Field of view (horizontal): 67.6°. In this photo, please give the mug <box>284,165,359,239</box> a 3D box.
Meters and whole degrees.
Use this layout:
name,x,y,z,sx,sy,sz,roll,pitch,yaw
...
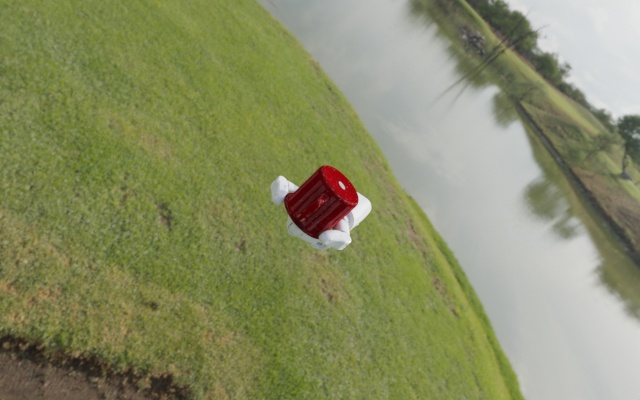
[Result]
name,x,y,z,sx,sy,sz,roll,pitch,yaw
mug,0.000,0.003,0.727,0.081,0.093,0.117,-43,-6,25
